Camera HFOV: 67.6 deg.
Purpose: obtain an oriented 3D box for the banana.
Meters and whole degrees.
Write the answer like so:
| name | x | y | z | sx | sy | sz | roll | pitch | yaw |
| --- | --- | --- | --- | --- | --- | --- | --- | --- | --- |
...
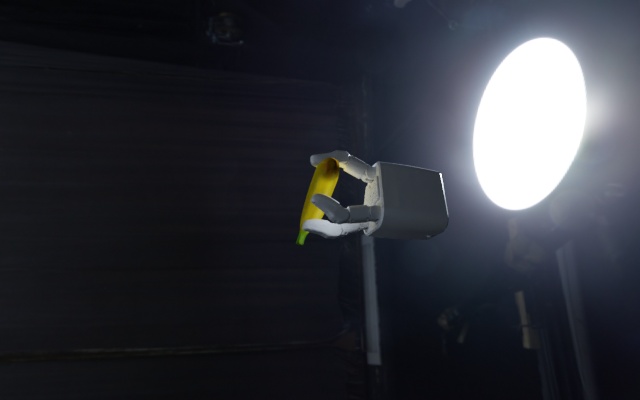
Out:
| name | x | y | z | sx | sy | sz | roll | pitch | yaw |
| --- | --- | --- | --- | --- | --- | --- | --- | --- | --- |
| banana | 0.000 | -0.009 | 0.743 | 0.037 | 0.069 | 0.198 | 11 | -42 | -7 |
